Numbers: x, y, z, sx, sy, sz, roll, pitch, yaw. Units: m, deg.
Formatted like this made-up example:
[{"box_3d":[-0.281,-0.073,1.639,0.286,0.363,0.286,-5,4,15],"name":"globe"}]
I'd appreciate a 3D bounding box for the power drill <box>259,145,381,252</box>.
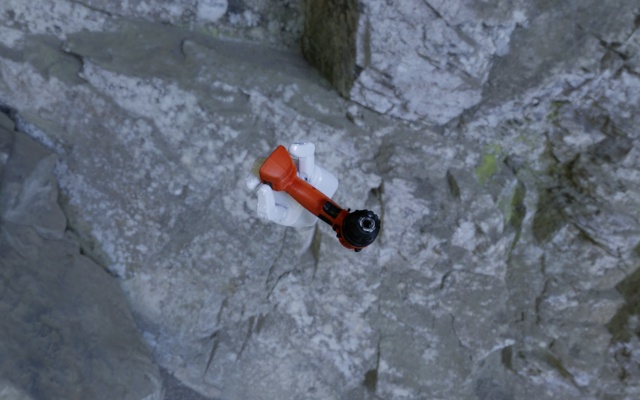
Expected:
[{"box_3d":[0.000,0.002,0.685,0.187,0.057,0.184,39,-10,4],"name":"power drill"}]
